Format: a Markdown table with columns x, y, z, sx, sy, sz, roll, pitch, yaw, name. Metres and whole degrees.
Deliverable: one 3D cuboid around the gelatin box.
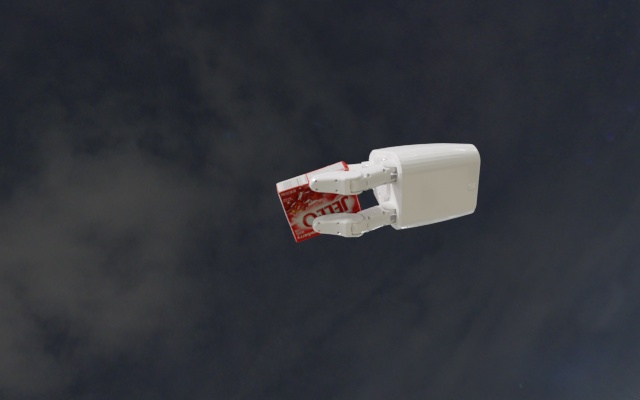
| x | y | z | sx | sy | sz | roll | pitch | yaw | name |
| --- | --- | --- | --- | --- | --- | --- | --- | --- | --- |
| 0.000 | 0.002 | 0.580 | 0.089 | 0.073 | 0.030 | -19 | 28 | -1 | gelatin box |
